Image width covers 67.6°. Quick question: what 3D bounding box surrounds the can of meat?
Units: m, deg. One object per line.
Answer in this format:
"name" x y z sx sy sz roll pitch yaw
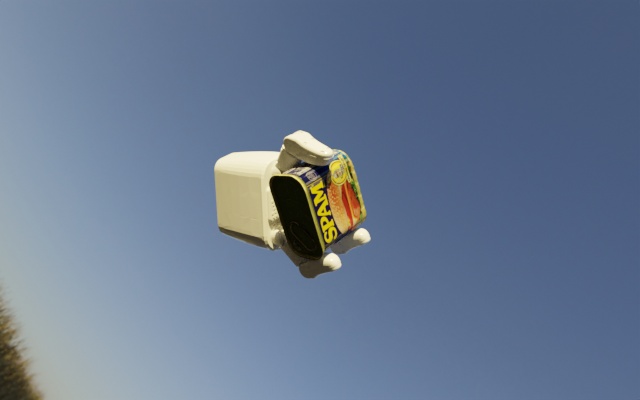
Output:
"can of meat" 0.000 0.002 0.539 0.057 0.102 0.084 5 29 45
